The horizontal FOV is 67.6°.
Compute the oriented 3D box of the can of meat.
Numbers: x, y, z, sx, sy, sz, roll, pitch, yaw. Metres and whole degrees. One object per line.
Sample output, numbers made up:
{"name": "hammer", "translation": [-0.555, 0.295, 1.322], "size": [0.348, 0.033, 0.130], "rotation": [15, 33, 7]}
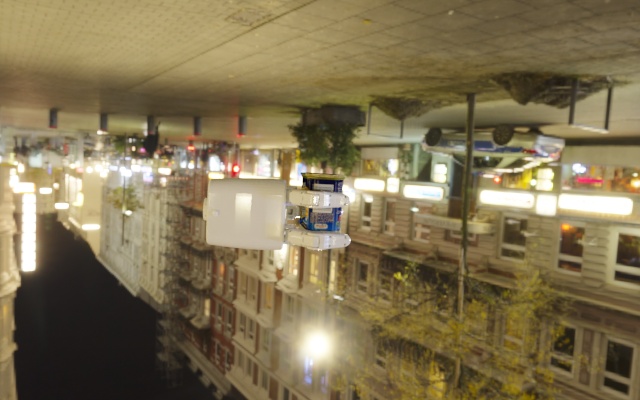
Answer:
{"name": "can of meat", "translation": [0.000, 0.003, 0.697], "size": [0.057, 0.084, 0.102], "rotation": [3, 4, -9]}
